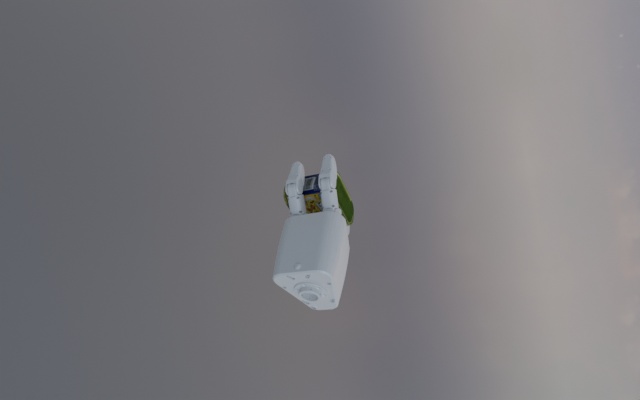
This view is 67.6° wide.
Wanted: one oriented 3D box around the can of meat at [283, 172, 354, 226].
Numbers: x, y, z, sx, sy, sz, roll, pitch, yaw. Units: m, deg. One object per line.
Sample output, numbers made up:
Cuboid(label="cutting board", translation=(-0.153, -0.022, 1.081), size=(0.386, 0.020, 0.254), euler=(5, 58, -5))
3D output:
Cuboid(label="can of meat", translation=(0.000, 0.003, 0.785), size=(0.084, 0.057, 0.102), euler=(-9, -48, 24))
